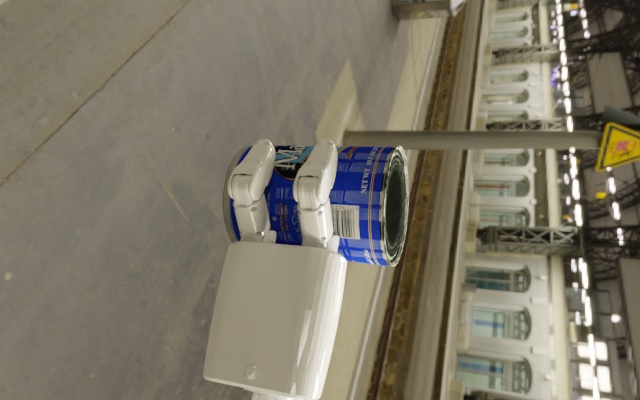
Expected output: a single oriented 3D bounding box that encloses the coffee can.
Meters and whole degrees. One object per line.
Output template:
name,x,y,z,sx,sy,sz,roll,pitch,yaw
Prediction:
coffee can,0.000,0.001,0.427,0.140,0.103,0.103,3,1,20
